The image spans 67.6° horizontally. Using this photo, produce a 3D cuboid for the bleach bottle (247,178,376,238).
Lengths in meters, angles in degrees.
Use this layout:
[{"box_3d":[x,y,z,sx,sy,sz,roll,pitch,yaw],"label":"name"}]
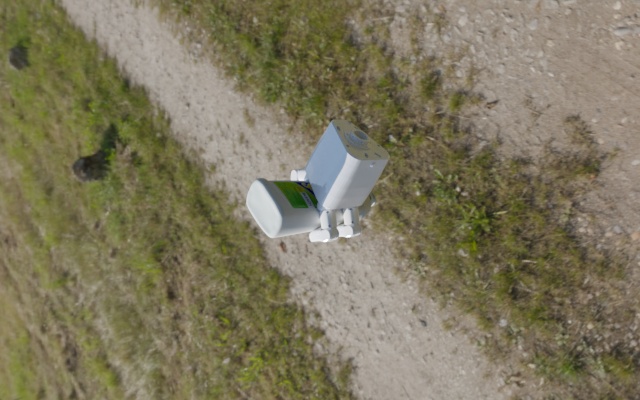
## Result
[{"box_3d":[0.000,0.003,0.852,0.251,0.068,0.102,-7,48,-42],"label":"bleach bottle"}]
